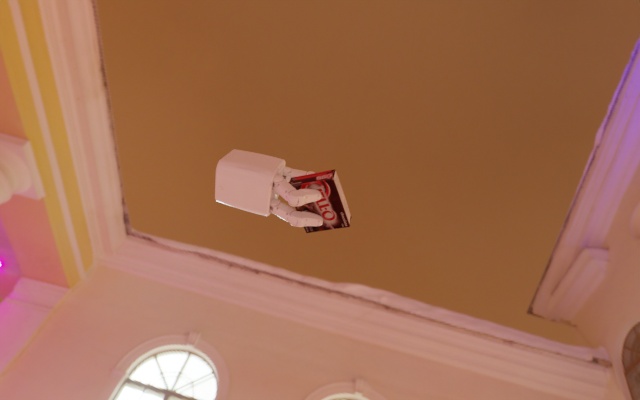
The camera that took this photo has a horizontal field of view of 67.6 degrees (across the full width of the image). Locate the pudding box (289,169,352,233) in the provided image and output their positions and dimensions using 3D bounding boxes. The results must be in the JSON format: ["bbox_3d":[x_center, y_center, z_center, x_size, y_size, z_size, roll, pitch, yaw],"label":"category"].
[{"bbox_3d":[0.000,0.003,0.887,0.090,0.114,0.039,-9,35,20],"label":"pudding box"}]
